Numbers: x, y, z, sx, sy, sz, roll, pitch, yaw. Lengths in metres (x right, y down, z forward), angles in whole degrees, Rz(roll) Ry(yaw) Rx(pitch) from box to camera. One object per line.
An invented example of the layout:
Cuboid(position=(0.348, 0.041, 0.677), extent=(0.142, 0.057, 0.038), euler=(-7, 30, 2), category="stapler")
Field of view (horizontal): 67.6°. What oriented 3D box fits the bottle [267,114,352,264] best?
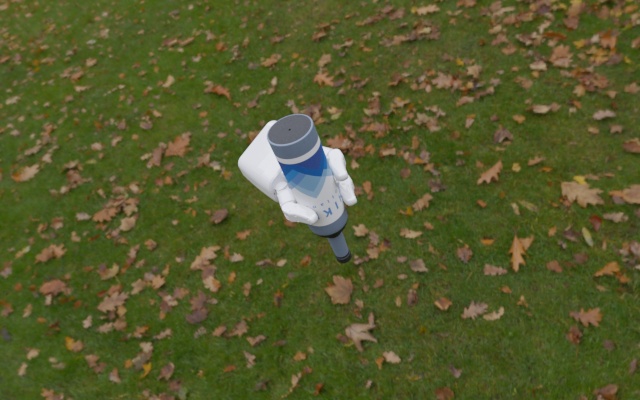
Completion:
Cuboid(position=(0.000, 0.002, 0.743), extent=(0.069, 0.069, 0.296), euler=(0, -42, 22), category="bottle")
